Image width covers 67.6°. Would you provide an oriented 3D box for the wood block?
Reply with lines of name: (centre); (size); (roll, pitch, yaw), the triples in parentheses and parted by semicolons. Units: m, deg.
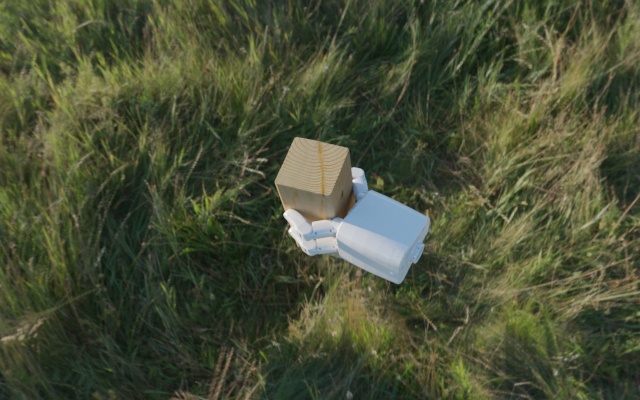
wood block: (0.001, 0.002, 0.784); (0.090, 0.090, 0.206); (14, -29, 16)
